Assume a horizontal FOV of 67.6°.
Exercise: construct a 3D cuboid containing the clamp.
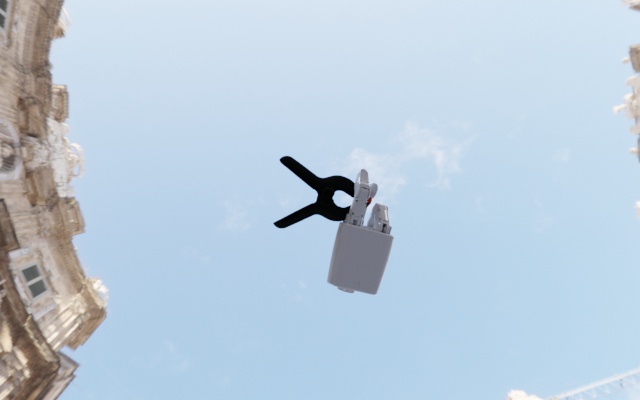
[{"bbox_3d":[0.000,0.003,0.807,0.171,0.120,0.039,15,-2,-12],"label":"clamp"}]
